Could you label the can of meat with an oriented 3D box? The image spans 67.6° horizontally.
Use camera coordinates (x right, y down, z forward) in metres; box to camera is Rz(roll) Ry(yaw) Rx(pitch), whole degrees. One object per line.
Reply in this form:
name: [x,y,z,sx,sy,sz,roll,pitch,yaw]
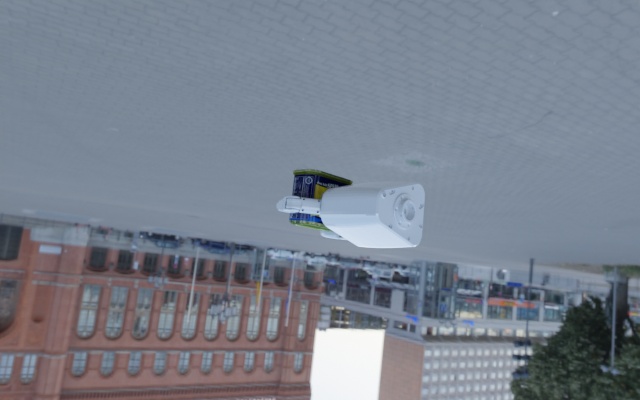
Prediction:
can of meat: [0.000,0.003,0.754,0.057,0.084,0.102,-1,-11,45]
